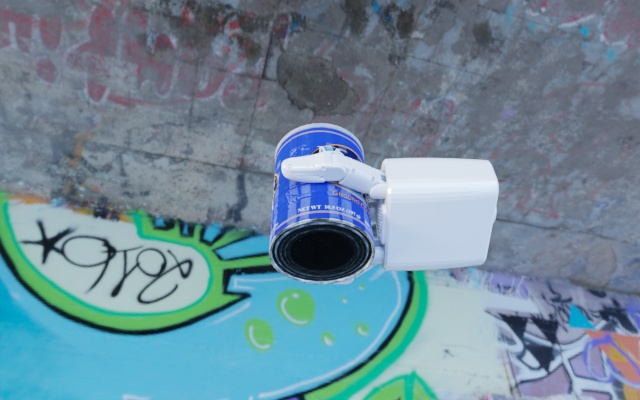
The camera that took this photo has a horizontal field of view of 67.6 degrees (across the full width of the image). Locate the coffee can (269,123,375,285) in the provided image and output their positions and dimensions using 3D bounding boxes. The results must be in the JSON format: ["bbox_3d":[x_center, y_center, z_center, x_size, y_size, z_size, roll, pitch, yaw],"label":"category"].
[{"bbox_3d":[0.000,0.002,0.505,0.103,0.140,0.103,-1,-43,-1],"label":"coffee can"}]
